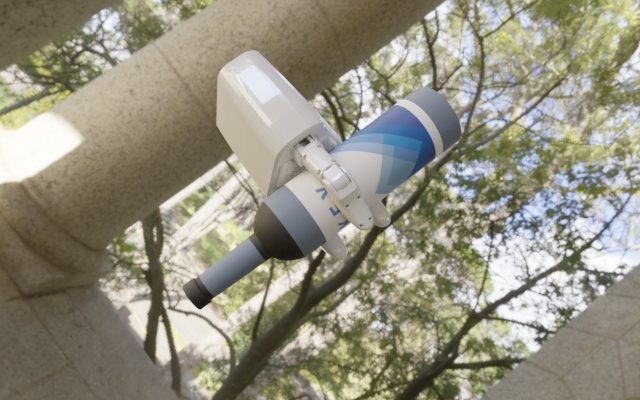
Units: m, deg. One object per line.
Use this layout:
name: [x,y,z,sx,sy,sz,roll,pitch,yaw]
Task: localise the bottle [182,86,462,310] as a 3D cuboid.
bottle: [0.000,0.001,0.453,0.295,0.069,0.069,-37,6,-9]
